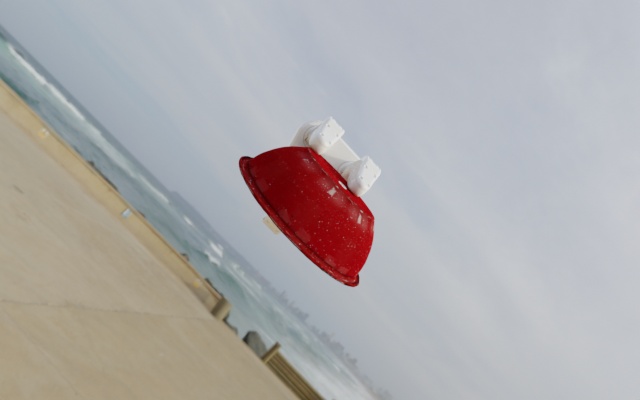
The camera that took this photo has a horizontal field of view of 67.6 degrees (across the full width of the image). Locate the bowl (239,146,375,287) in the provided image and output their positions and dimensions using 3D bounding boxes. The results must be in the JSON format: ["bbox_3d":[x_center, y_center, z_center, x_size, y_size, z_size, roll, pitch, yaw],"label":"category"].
[{"bbox_3d":[0.001,0.002,0.445,0.055,0.162,0.162,-42,-8,9],"label":"bowl"}]
